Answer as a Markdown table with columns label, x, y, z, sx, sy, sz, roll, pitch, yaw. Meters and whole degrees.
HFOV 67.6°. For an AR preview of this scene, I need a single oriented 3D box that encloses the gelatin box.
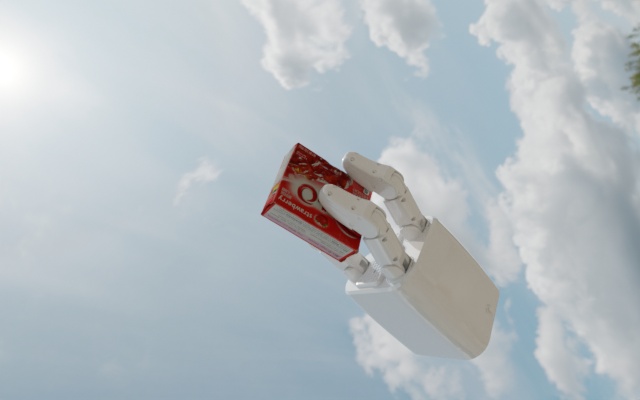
| label | x | y | z | sx | sy | sz | roll | pitch | yaw |
| --- | --- | --- | --- | --- | --- | --- | --- | --- | --- |
| gelatin box | 0.000 | 0.001 | 0.426 | 0.089 | 0.073 | 0.030 | 32 | -40 | -16 |
